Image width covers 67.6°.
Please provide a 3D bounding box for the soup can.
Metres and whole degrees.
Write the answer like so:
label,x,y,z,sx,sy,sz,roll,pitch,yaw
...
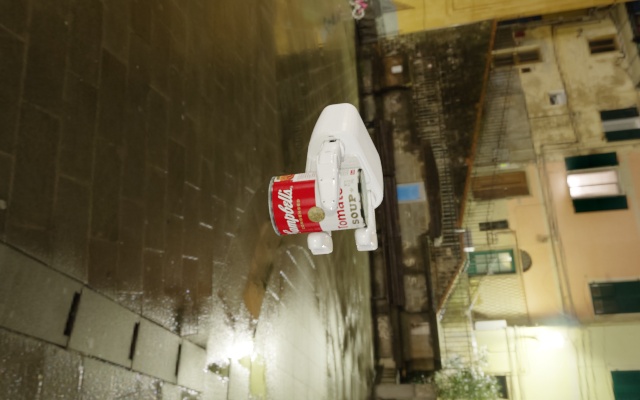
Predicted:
label,x,y,z,sx,sy,sz,roll,pitch,yaw
soup can,0.000,0.002,0.537,0.102,0.068,0.068,-5,-1,10
